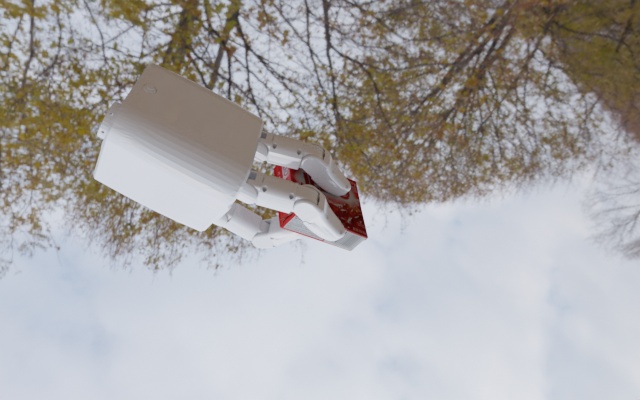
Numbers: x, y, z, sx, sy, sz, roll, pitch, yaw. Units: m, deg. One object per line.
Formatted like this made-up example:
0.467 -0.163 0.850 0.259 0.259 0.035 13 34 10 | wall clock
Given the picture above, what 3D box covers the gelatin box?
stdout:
0.000 0.002 0.461 0.089 0.073 0.030 22 -48 -32 | gelatin box
